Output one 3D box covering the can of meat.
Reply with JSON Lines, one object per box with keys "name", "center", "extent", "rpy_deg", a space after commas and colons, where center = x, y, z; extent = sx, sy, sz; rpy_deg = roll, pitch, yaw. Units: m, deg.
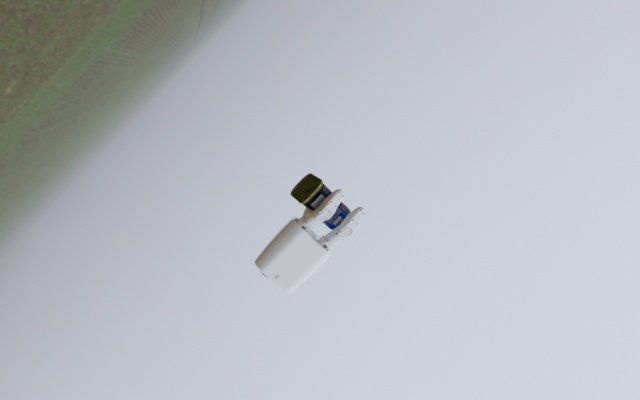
{"name": "can of meat", "center": [0.000, 0.003, 0.887], "extent": [0.084, 0.057, 0.102], "rpy_deg": [44, -3, -21]}
